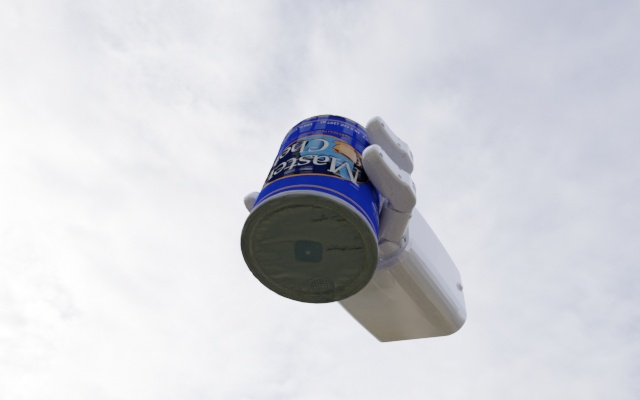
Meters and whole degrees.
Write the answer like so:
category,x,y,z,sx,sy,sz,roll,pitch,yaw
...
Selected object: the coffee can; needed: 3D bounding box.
category,x,y,z,sx,sy,sz,roll,pitch,yaw
coffee can,0.000,0.001,0.406,0.103,0.103,0.140,0,33,9
